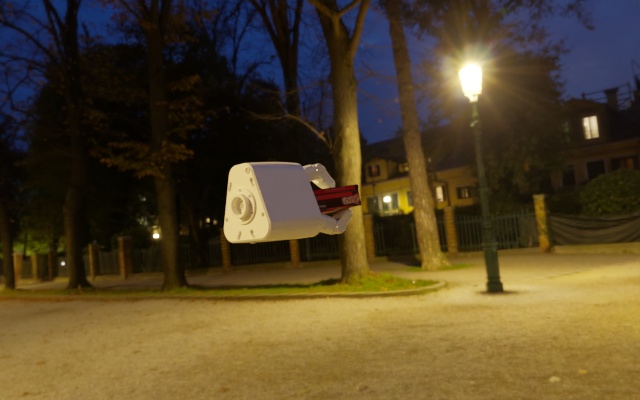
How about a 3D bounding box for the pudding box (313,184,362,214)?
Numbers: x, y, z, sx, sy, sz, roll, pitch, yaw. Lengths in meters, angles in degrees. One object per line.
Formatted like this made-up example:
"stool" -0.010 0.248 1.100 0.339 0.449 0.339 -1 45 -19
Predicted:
"pudding box" 0.000 0.002 0.767 0.090 0.039 0.113 -6 -2 -24
